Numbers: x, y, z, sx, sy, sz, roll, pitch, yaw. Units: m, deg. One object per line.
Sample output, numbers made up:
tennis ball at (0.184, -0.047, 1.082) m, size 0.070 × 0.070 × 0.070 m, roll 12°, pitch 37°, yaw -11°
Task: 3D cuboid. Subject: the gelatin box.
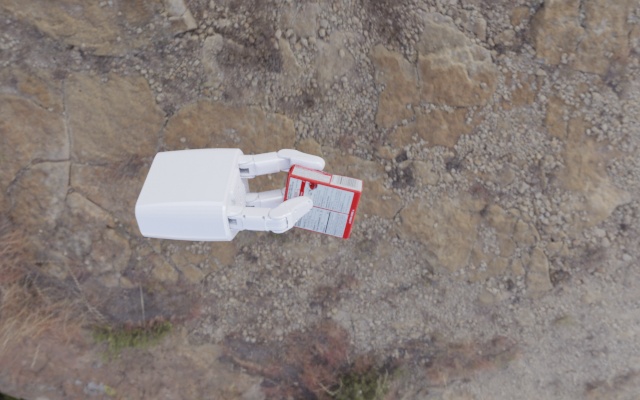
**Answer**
gelatin box at (0.000, 0.002, 0.576) m, size 0.089 × 0.073 × 0.030 m, roll 14°, pitch 34°, yaw 2°
